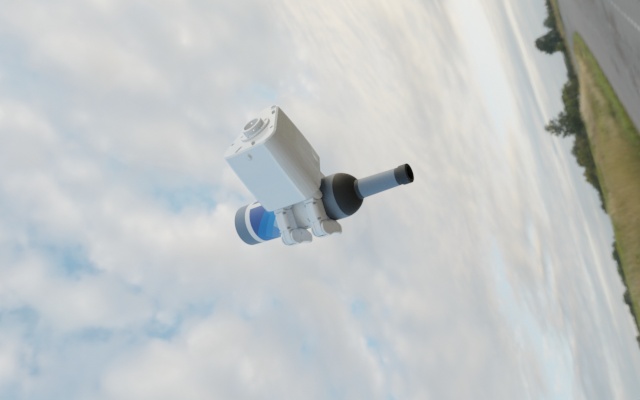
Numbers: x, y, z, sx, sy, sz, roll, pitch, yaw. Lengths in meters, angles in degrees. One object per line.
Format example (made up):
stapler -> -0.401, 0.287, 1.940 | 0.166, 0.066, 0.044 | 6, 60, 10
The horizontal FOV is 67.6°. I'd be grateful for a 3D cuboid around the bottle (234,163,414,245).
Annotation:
bottle -> 0.000, 0.002, 0.714 | 0.296, 0.069, 0.069 | -18, -10, 31
